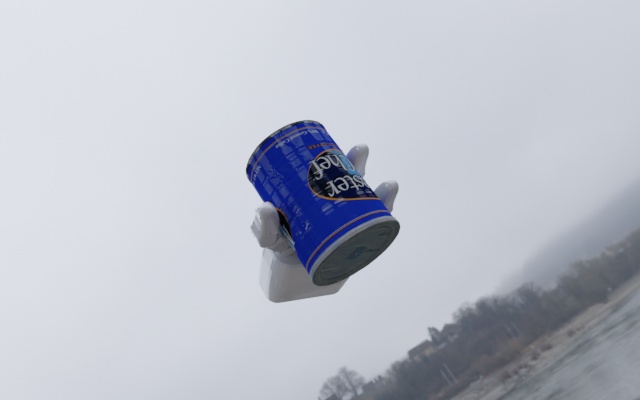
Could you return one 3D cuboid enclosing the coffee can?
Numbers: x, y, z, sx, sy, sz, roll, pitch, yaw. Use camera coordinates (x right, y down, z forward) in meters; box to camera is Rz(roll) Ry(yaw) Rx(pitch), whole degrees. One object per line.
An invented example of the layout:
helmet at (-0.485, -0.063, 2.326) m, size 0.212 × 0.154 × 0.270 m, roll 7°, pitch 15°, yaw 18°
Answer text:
coffee can at (0.000, 0.002, 0.494) m, size 0.103 × 0.140 × 0.103 m, roll -28°, pitch -26°, yaw -15°
